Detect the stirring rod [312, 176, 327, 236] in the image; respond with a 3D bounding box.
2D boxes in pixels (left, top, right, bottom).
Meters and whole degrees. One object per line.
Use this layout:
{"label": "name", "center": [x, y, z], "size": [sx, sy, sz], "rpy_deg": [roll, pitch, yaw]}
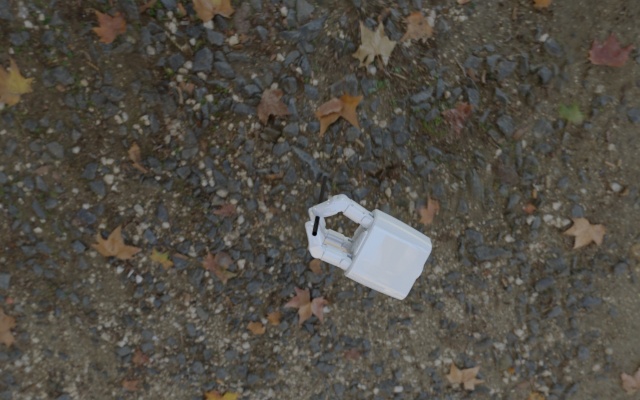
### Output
{"label": "stirring rod", "center": [0.000, 0.003, 0.818], "size": [0.011, 0.011, 0.239], "rpy_deg": [0, 23, 5]}
